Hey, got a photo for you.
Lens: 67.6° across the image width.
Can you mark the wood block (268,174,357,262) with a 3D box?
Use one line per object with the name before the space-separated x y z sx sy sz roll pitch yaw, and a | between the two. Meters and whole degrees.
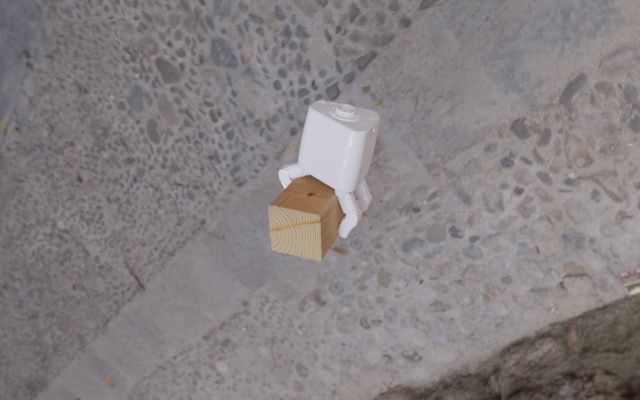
wood block | 0.000 0.002 0.822 0.091 0.090 0.206 11 33 21
